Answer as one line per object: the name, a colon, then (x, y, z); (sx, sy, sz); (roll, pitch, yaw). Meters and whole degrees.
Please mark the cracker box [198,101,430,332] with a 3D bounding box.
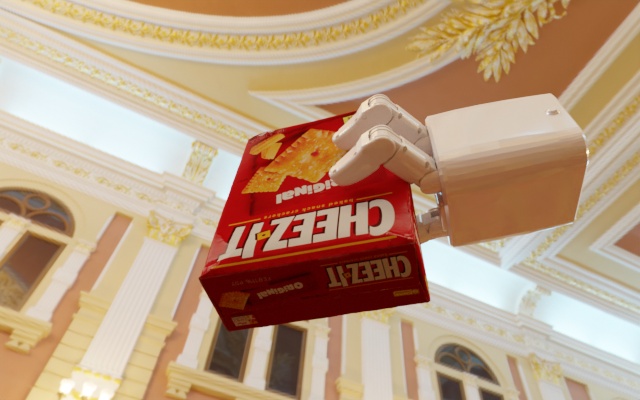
cracker box: (0.000, 0.001, 0.430); (0.164, 0.072, 0.213); (-12, 35, 12)
